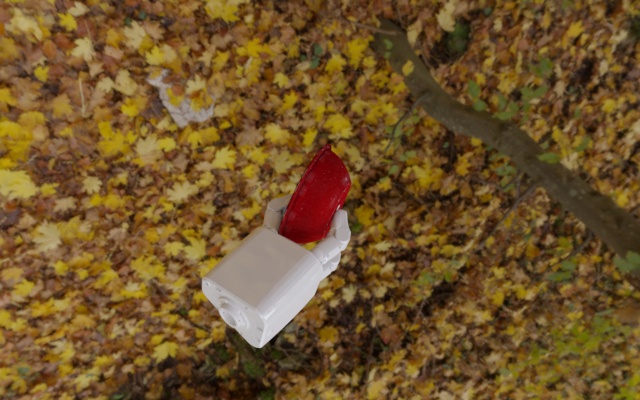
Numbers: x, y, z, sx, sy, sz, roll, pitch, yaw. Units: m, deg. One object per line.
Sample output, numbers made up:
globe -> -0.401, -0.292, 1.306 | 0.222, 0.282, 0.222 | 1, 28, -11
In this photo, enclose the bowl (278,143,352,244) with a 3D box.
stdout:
bowl -> 0.001, 0.001, 0.682 | 0.055, 0.162, 0.162 | 26, 3, 7
